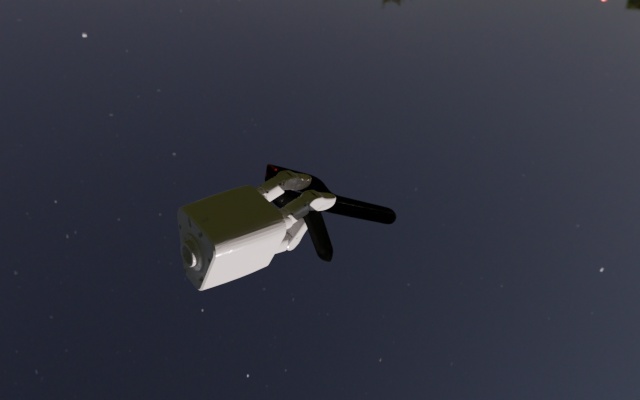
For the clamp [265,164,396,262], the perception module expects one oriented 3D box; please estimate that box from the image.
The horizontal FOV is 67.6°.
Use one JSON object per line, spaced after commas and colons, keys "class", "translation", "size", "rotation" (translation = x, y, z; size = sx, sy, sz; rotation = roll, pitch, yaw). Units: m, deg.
{"class": "clamp", "translation": [-0.001, 0.003, 0.717], "size": [0.164, 0.036, 0.210], "rotation": [-17, 43, -40]}
